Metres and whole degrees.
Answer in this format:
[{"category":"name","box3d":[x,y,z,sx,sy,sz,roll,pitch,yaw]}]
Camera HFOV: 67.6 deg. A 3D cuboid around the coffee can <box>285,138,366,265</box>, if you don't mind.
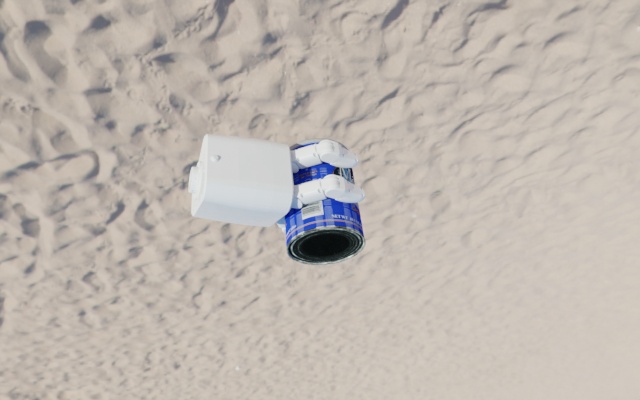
[{"category":"coffee can","box3d":[0.000,0.002,0.646,0.103,0.140,0.103,-5,-32,-3]}]
